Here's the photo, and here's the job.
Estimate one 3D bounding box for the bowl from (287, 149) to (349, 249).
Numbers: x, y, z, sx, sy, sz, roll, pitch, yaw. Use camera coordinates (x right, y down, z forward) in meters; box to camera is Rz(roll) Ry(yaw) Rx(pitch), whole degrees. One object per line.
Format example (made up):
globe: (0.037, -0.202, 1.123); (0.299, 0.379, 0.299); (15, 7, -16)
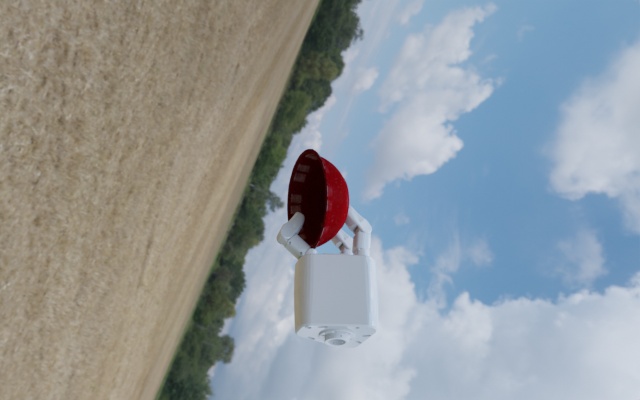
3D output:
bowl: (0.000, 0.001, 0.743); (0.055, 0.162, 0.162); (2, -1, -24)
